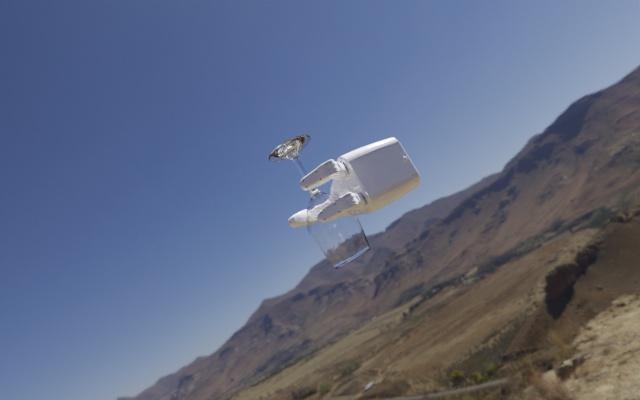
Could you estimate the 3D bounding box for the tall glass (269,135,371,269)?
[{"bbox_3d":[0.000,0.002,0.731,0.079,0.201,0.079,-28,-11,-6],"label":"tall glass"}]
